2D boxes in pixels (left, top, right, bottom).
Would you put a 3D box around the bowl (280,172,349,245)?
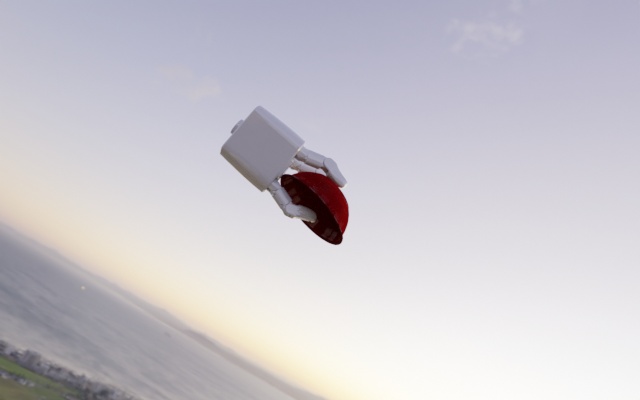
[{"bbox_3d":[0.001,0.004,0.864,0.055,0.162,0.162,-40,16,-20],"label":"bowl"}]
